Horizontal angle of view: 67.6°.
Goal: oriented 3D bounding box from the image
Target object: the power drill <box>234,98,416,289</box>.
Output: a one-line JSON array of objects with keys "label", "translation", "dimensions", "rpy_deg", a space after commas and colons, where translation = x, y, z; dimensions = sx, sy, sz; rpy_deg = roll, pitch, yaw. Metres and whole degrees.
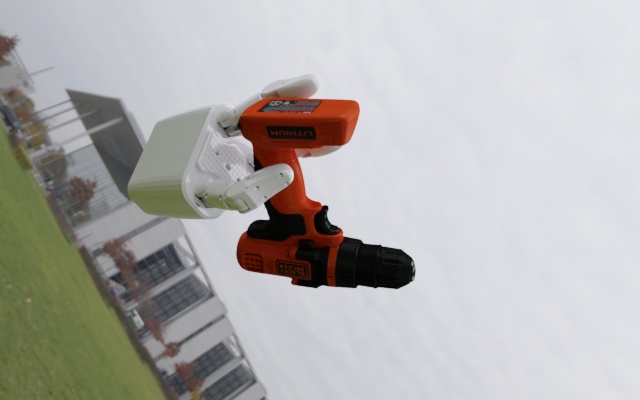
[{"label": "power drill", "translation": [0.000, 0.001, 0.451], "dimensions": [0.184, 0.188, 0.057], "rpy_deg": [5, 28, 13]}]
